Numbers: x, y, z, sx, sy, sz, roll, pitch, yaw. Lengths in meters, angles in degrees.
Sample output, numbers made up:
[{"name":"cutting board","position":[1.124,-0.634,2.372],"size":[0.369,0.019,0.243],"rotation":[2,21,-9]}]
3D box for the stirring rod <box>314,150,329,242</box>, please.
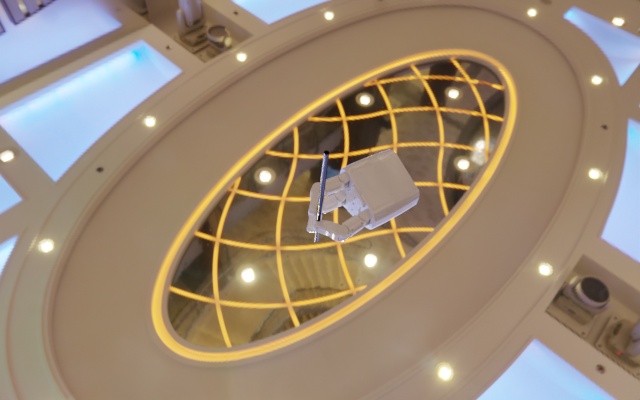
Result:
[{"name":"stirring rod","position":[0.000,0.002,0.764],"size":[0.011,0.011,0.240],"rotation":[0,-35,-5]}]
